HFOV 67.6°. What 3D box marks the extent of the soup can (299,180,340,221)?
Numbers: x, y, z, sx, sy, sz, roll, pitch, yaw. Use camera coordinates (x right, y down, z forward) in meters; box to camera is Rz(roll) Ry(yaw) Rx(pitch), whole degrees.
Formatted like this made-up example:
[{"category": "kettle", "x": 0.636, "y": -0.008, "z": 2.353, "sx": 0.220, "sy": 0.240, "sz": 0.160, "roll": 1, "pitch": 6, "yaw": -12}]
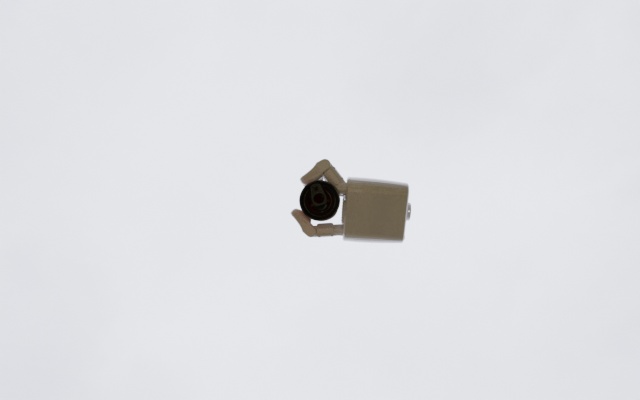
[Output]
[{"category": "soup can", "x": 0.000, "y": 0.003, "z": 0.834, "sx": 0.068, "sy": 0.068, "sz": 0.102, "roll": 0, "pitch": -3, "yaw": 2}]
